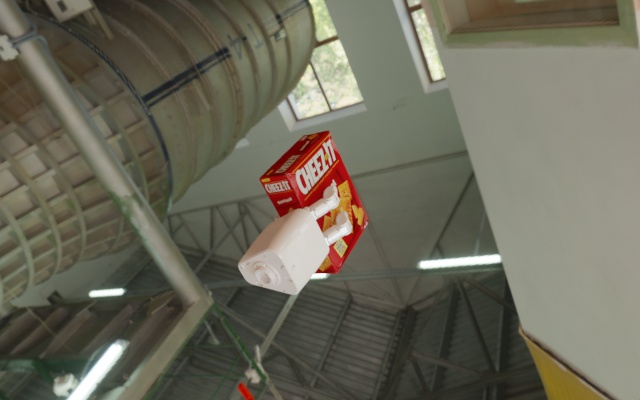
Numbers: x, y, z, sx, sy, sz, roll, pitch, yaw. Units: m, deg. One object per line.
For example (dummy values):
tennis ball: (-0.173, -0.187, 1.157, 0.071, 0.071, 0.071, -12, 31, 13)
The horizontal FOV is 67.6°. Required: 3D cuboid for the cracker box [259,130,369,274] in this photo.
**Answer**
cracker box: (0.000, 0.003, 0.882, 0.072, 0.214, 0.164, -7, 29, 36)
